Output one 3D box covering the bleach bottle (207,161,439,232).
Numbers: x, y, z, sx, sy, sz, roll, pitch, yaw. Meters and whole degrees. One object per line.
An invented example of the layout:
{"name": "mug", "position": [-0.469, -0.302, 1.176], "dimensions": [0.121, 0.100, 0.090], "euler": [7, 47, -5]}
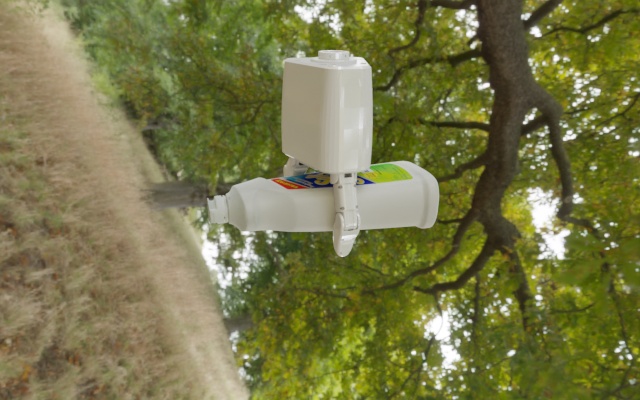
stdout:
{"name": "bleach bottle", "position": [0.000, 0.002, 0.548], "dimensions": [0.251, 0.068, 0.102], "euler": [-6, 22, -16]}
